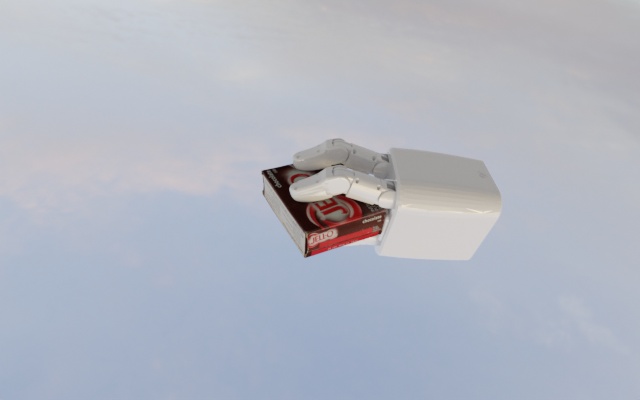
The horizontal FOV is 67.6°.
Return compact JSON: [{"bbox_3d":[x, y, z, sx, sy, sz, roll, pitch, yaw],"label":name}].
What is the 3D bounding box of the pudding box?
[{"bbox_3d":[0.000,0.002,0.498,0.090,0.039,0.113,-14,40,-24],"label":"pudding box"}]
